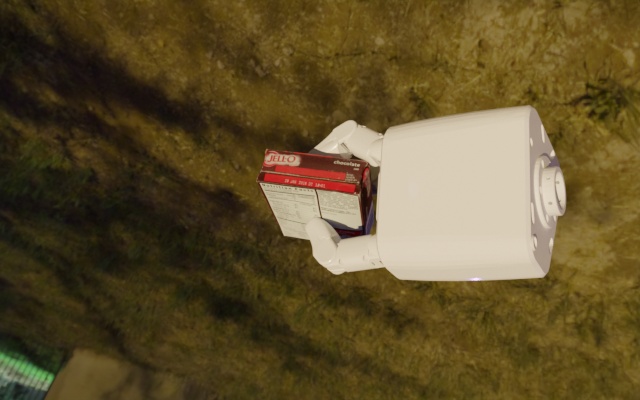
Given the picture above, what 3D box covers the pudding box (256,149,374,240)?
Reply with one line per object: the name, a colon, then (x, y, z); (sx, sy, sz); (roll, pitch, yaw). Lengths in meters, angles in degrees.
pudding box: (0.000, 0.002, 0.436); (0.090, 0.039, 0.114); (9, -29, 13)
